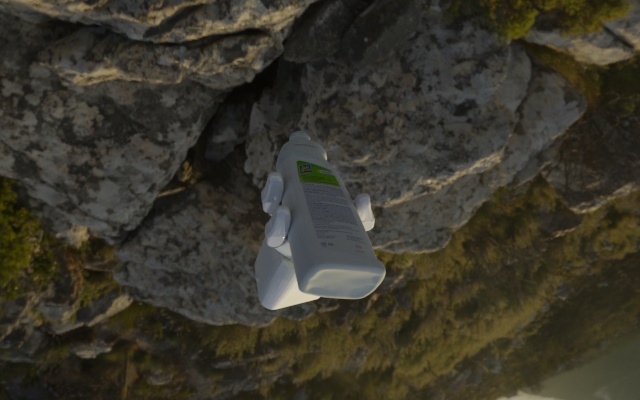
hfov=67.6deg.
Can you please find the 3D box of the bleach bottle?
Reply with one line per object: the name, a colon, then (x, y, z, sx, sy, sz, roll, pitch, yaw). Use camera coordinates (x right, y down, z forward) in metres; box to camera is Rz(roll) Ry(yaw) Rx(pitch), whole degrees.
bleach bottle: (0.000, 0.002, 0.617, 0.102, 0.250, 0.068, 10, -47, -26)
